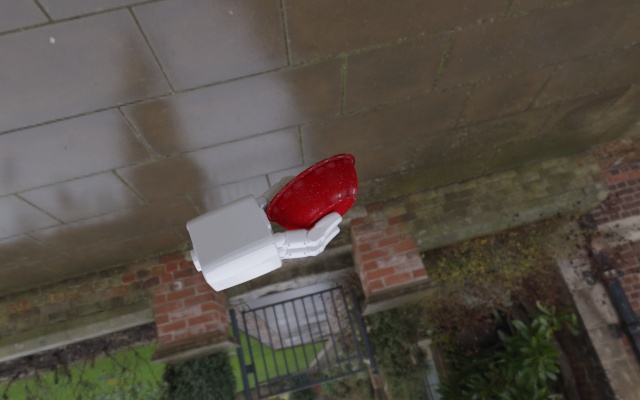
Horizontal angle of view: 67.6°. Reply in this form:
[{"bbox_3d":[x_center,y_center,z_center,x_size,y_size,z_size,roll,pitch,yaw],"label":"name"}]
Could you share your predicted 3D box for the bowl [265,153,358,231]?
[{"bbox_3d":[0.001,0.002,0.712,0.162,0.055,0.162,-33,-17,-11],"label":"bowl"}]
